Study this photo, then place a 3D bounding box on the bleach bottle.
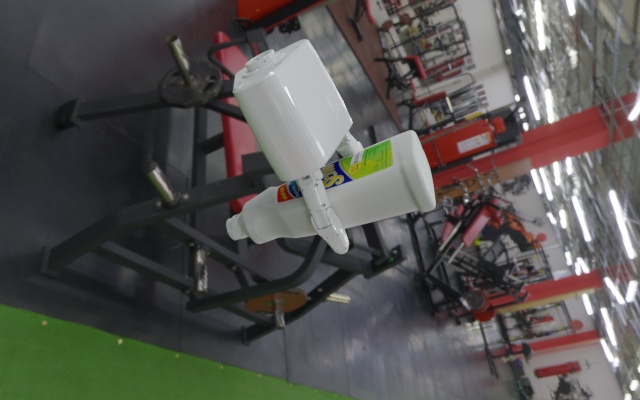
[{"bbox_3d":[0.000,0.002,0.552,0.251,0.068,0.102,-19,28,19],"label":"bleach bottle"}]
